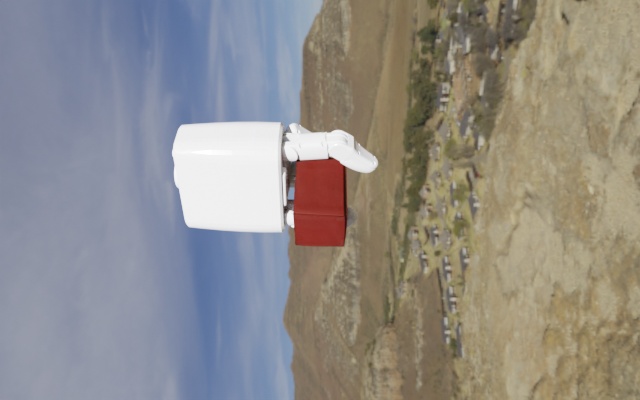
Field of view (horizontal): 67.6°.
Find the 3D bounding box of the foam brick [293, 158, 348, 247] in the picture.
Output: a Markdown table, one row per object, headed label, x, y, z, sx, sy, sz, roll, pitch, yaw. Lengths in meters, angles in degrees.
| label | x | y | z | sx | sy | sz | roll | pitch | yaw |
| --- | --- | --- | --- | --- | --- | --- | --- | --- | --- |
| foam brick | 0.000 | 0.002 | 0.484 | 0.051 | 0.078 | 0.053 | 1 | -40 | 0 |
